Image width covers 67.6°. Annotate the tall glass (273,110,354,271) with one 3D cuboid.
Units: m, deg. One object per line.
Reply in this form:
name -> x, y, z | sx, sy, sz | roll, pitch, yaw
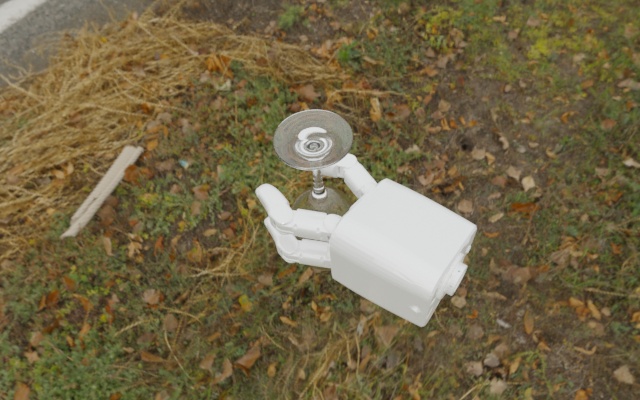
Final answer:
tall glass -> 0.000, 0.001, 0.515 | 0.079, 0.079, 0.201 | 0, -36, 5
